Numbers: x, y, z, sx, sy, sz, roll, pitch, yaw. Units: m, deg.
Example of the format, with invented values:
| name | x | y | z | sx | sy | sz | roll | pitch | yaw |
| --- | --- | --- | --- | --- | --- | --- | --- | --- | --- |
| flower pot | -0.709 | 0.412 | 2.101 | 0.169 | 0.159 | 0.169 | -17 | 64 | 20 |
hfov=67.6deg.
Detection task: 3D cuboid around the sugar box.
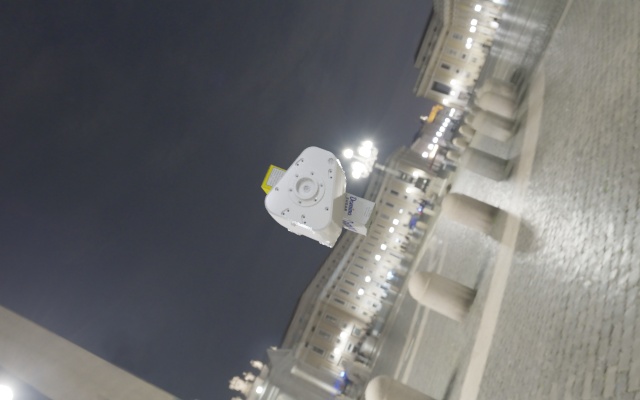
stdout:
| name | x | y | z | sx | sy | sz | roll | pitch | yaw |
| --- | --- | --- | --- | --- | --- | --- | --- | --- | --- |
| sugar box | 0.000 | 0.003 | 0.767 | 0.176 | 0.048 | 0.093 | 23 | -10 | 11 |
